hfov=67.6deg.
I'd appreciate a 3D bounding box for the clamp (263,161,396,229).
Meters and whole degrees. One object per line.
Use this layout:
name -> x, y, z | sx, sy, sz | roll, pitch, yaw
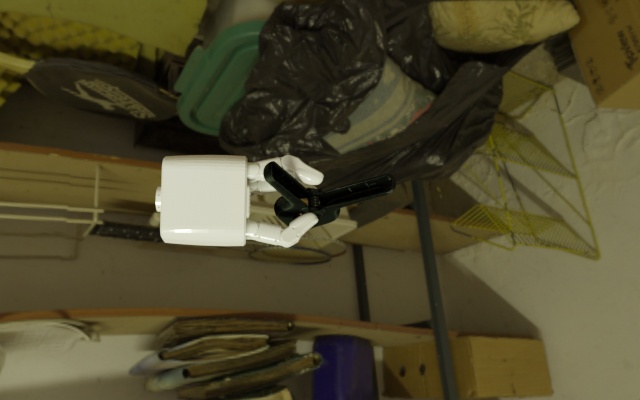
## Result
clamp -> 0.000, 0.003, 0.653 | 0.164, 0.036, 0.210 | 4, -20, -8
